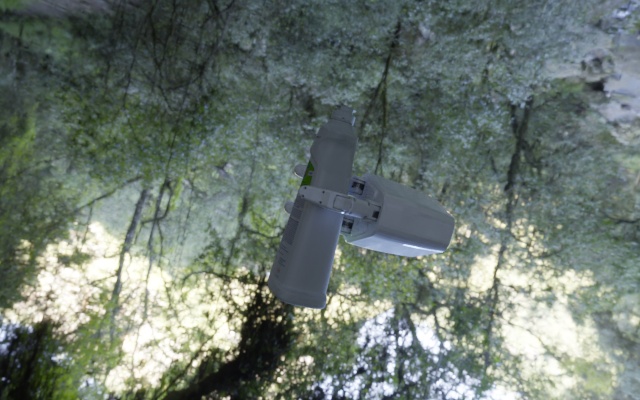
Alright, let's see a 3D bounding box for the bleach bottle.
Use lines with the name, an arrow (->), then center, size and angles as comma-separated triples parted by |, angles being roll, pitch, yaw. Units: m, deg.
bleach bottle -> 0.000, 0.002, 0.610 | 0.068, 0.251, 0.102 | 16, 1, -19
